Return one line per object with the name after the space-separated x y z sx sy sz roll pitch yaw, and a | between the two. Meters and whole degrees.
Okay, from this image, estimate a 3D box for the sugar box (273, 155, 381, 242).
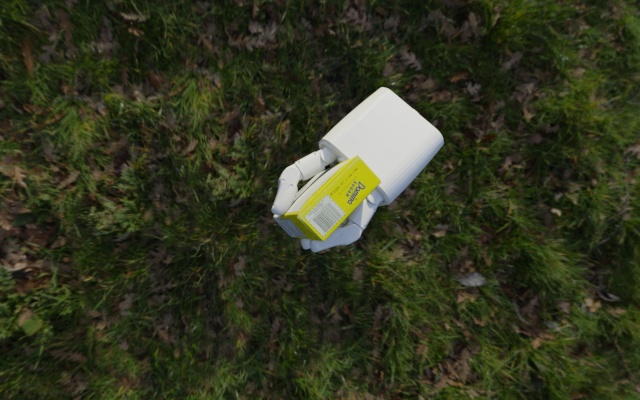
0.001 0.002 0.573 0.093 0.048 0.176 -44 5 -11 | sugar box
